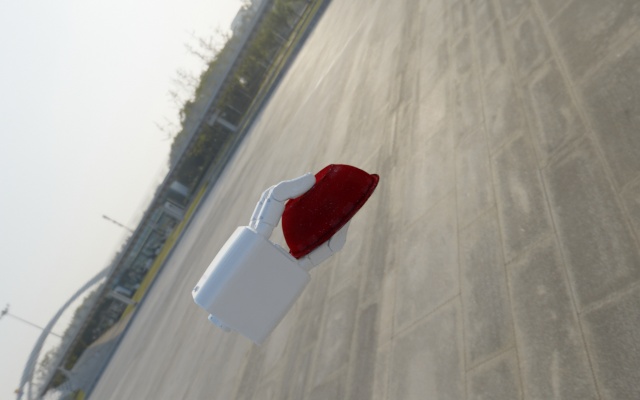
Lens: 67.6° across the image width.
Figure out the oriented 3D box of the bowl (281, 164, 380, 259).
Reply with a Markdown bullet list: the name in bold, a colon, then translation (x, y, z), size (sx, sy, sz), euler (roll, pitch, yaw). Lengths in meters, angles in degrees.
- **bowl**: translation (0.001, 0.001, 0.632), size (0.162, 0.055, 0.162), euler (-42, 9, 8)
